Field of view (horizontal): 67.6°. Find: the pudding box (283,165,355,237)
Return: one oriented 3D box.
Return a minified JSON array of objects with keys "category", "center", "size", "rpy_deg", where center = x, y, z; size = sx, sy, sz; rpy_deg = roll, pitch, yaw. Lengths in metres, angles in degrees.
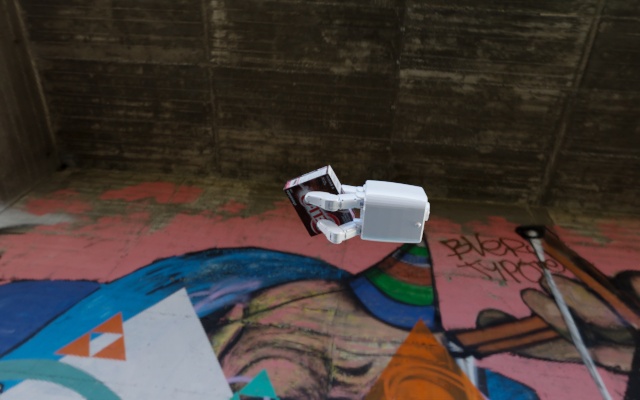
[{"category":"pudding box","center":[0.000,0.003,0.856],"size":[0.090,0.113,0.039],"rpy_deg":[-20,24,19]}]
